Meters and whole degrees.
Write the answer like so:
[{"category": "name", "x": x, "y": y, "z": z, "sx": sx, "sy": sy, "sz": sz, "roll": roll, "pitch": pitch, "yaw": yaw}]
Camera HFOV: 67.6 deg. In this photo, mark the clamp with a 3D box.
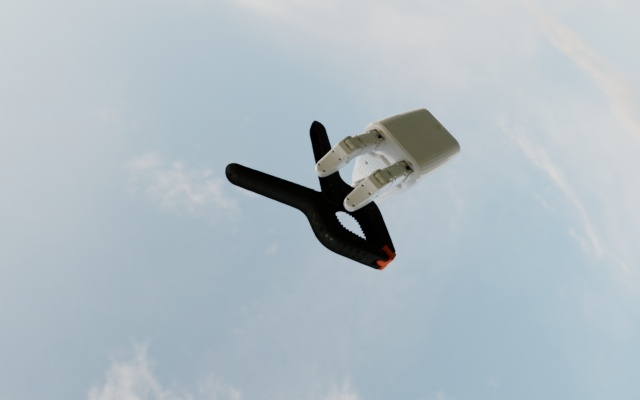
[{"category": "clamp", "x": 0.000, "y": 0.003, "z": 0.563, "sx": 0.164, "sy": 0.210, "sz": 0.036, "roll": -27, "pitch": -19, "yaw": -38}]
